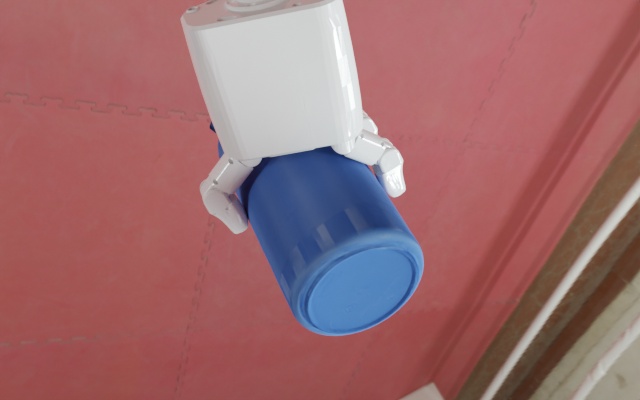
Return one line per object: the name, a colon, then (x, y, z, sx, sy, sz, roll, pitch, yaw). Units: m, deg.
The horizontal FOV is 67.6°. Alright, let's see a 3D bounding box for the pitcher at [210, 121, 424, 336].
pitcher: (0.000, 0.001, 0.445, 0.149, 0.145, 0.242, -20, 41, -9)
